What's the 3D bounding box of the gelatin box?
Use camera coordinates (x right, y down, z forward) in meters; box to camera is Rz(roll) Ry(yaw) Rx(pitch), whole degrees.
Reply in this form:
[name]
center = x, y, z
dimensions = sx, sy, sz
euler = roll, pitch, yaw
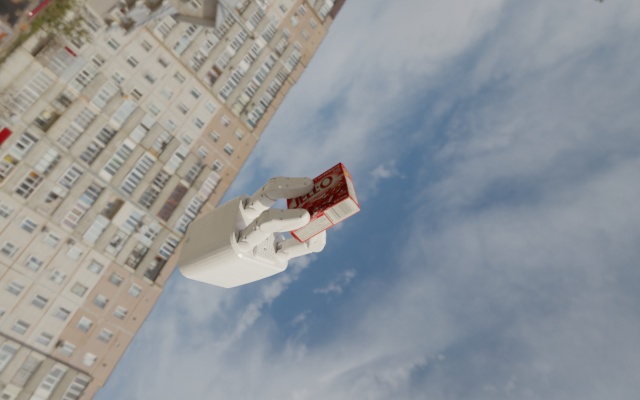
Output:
[gelatin box]
center = 0.001, 0.002, 0.596
dimensions = 0.089, 0.030, 0.073
euler = -30, 36, 16
